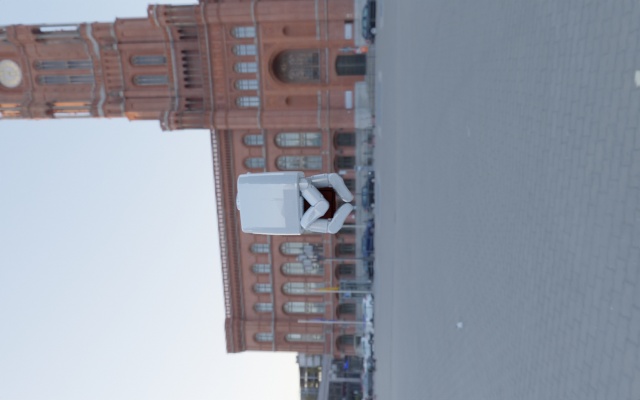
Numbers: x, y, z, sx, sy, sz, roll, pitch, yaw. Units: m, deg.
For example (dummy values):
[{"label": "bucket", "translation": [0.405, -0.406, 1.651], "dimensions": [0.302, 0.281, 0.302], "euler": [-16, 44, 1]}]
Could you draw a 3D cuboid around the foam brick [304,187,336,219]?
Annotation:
[{"label": "foam brick", "translation": [0.000, 0.003, 0.866], "dimensions": [0.051, 0.053, 0.078], "euler": [0, 4, 5]}]
